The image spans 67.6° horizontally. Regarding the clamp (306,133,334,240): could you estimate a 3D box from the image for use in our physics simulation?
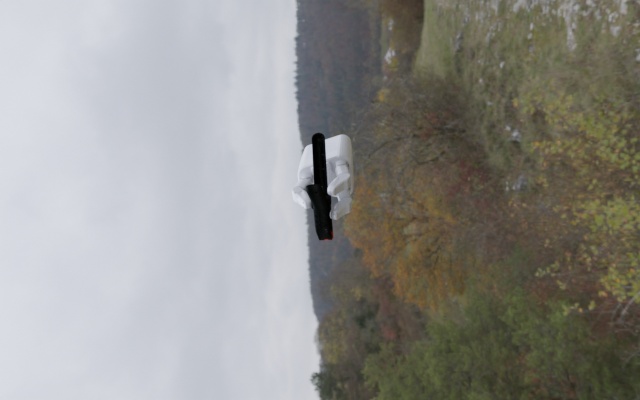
[{"bbox_3d":[-0.001,0.003,0.883,0.036,0.210,0.164,-2,34,7],"label":"clamp"}]
